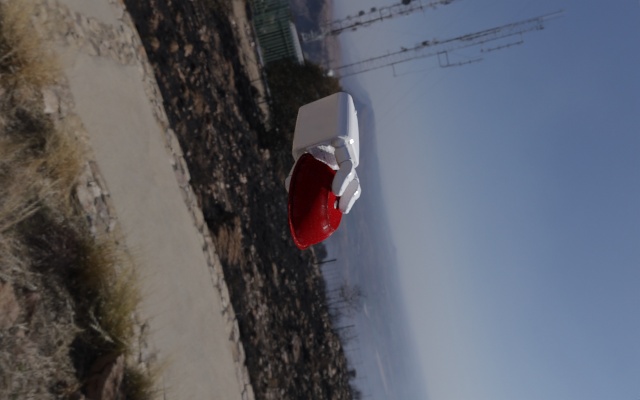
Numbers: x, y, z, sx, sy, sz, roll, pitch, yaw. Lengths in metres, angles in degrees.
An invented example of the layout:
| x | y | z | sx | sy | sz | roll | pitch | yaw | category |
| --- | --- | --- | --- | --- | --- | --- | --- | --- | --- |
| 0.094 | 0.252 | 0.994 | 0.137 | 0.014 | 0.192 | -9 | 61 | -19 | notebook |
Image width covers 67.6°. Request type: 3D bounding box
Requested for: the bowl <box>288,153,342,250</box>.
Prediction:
| x | y | z | sx | sy | sz | roll | pitch | yaw | category |
| --- | --- | --- | --- | --- | --- | --- | --- | --- | --- |
| 0.000 | 0.004 | 0.788 | 0.055 | 0.162 | 0.162 | 4 | 1 | 18 | bowl |
